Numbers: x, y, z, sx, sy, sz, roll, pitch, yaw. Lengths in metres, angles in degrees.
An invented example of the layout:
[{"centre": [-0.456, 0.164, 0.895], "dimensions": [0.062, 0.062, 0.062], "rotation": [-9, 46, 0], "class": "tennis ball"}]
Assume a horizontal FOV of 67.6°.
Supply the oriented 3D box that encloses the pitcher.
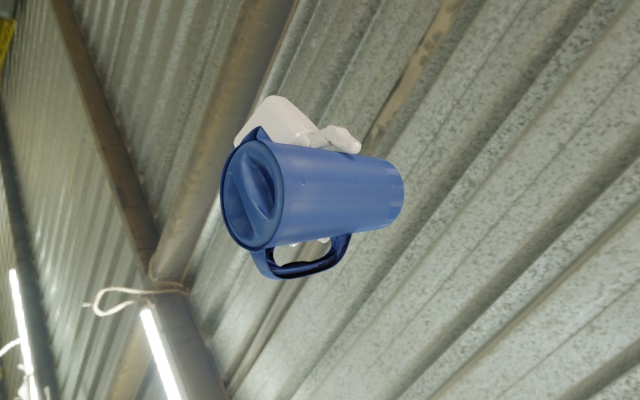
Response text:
[{"centre": [0.000, 0.002, 0.638], "dimensions": [0.243, 0.149, 0.145], "rotation": [-1, 38, -42], "class": "pitcher"}]
